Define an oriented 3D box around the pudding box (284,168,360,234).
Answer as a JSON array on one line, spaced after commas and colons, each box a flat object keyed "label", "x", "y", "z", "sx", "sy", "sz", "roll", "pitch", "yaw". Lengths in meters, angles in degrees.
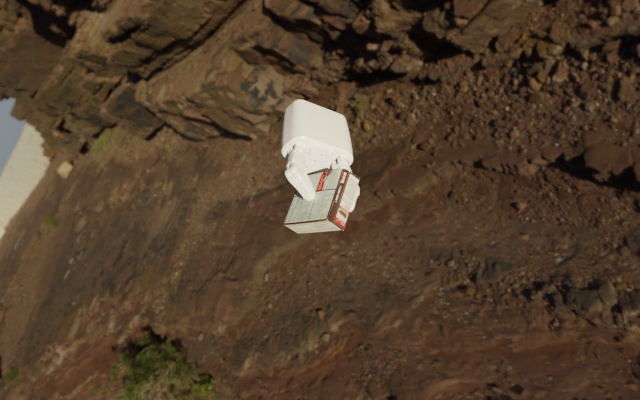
[{"label": "pudding box", "x": 0.000, "y": 0.002, "z": 0.733, "sx": 0.039, "sy": 0.090, "sz": 0.113, "roll": 31, "pitch": -24, "yaw": -31}]
